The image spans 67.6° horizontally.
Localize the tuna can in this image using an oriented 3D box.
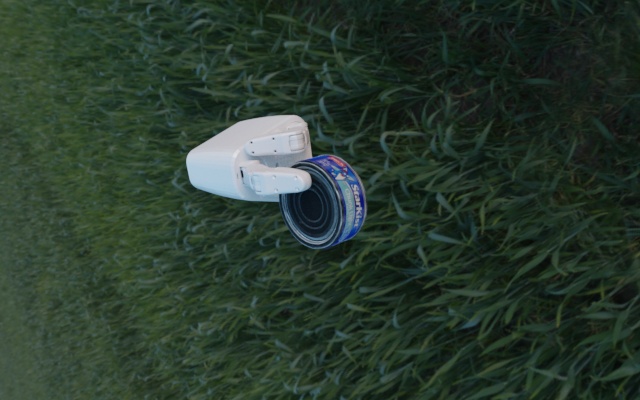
[{"bbox_3d":[0.000,0.002,0.448,0.086,0.086,0.033,0,13,45],"label":"tuna can"}]
